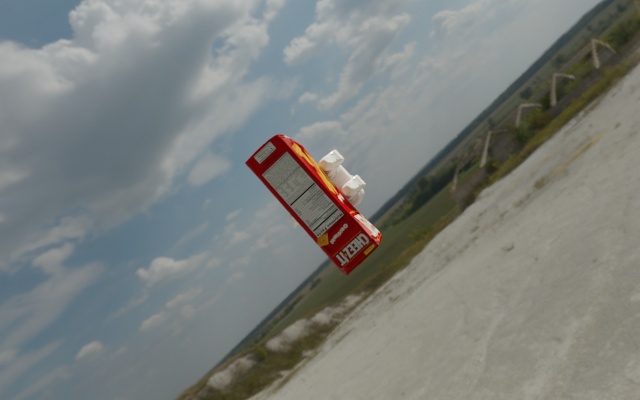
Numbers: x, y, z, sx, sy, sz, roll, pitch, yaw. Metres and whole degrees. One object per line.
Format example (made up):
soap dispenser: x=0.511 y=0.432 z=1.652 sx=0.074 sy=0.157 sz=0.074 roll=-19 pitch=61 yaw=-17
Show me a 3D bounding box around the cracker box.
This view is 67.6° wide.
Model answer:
cracker box: x=0.000 y=0.002 z=0.728 sx=0.072 sy=0.213 sz=0.164 roll=-43 pitch=-6 yaw=7
